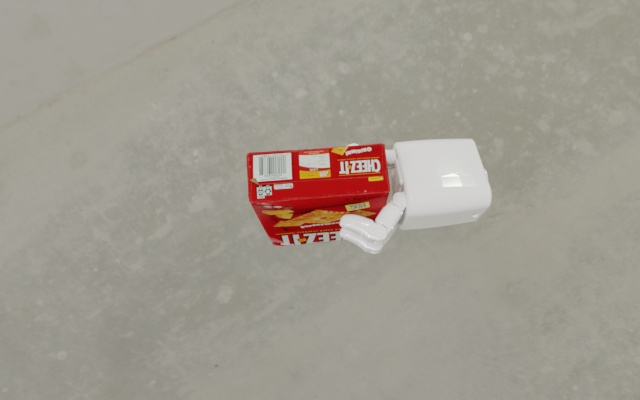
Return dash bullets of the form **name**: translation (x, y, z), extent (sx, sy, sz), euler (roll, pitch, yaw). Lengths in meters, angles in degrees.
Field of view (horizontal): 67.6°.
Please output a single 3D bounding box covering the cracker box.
- **cracker box**: translation (0.000, 0.002, 0.643), extent (0.164, 0.072, 0.214), euler (-4, -19, 1)
